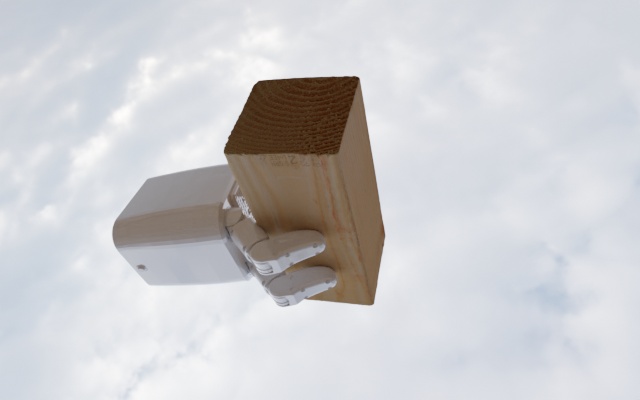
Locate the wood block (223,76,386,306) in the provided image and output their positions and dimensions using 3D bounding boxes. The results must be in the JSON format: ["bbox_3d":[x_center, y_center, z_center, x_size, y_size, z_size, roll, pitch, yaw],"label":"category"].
[{"bbox_3d":[0.000,0.001,0.430,0.090,0.090,0.206,2,-40,16],"label":"wood block"}]
